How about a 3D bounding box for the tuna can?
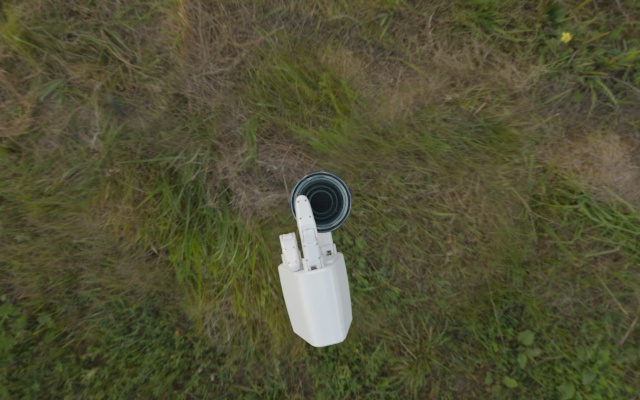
[{"bbox_3d":[0.000,0.002,0.660,0.086,0.086,0.034,0,1,-3],"label":"tuna can"}]
